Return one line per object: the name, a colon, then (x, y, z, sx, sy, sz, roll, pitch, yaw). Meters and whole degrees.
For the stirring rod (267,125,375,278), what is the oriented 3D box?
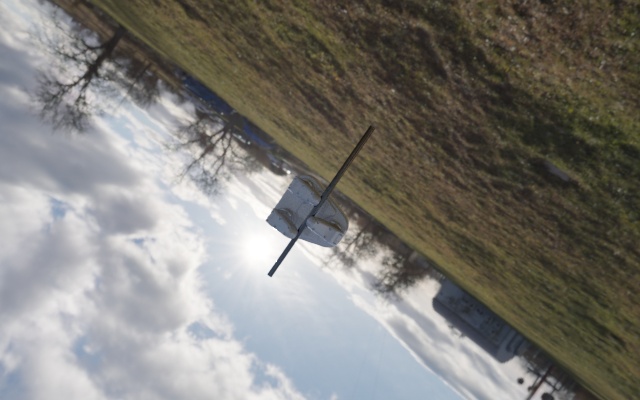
stirring rod: (0.000, 0.002, 0.633, 0.011, 0.239, 0.011, 35, 3, -2)
